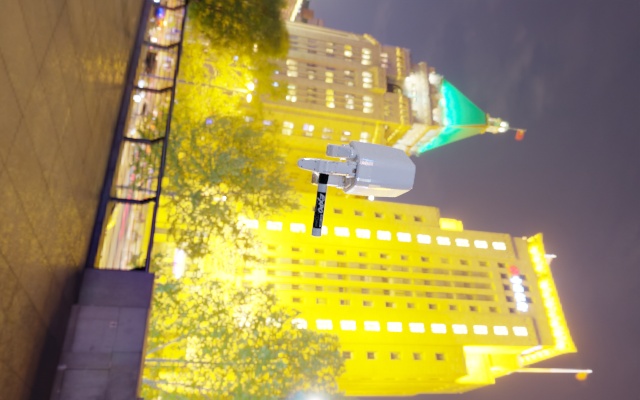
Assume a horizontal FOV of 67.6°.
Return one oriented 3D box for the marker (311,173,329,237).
[{"bbox_3d":[0.000,0.003,0.829,0.020,0.121,0.020,7,7,-1],"label":"marker"}]
